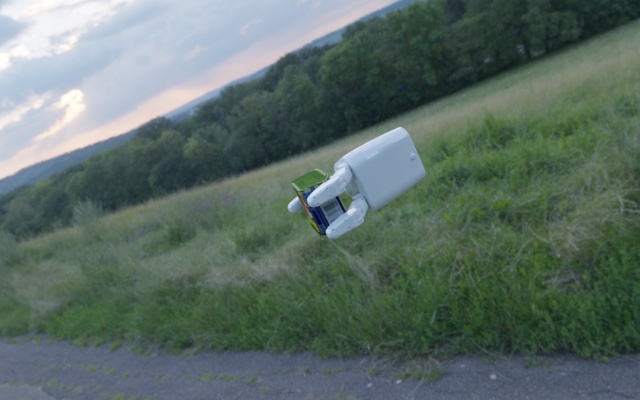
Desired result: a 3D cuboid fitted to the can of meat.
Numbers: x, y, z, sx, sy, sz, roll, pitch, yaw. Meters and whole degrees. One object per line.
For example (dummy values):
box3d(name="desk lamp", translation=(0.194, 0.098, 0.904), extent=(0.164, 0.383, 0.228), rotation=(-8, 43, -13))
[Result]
box3d(name="can of meat", translation=(0.000, 0.002, 0.733), extent=(0.057, 0.084, 0.102), rotation=(-29, 17, -6))
